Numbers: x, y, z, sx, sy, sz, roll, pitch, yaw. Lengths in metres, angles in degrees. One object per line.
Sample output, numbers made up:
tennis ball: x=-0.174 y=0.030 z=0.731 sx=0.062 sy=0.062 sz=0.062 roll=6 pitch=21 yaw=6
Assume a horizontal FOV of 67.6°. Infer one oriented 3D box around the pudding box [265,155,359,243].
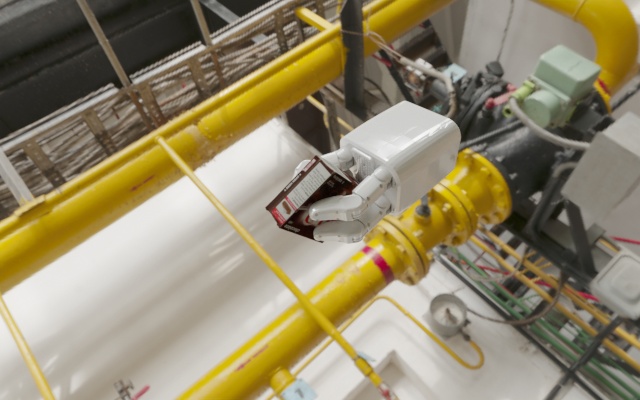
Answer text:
pudding box: x=0.000 y=0.002 z=0.574 sx=0.039 sy=0.090 sz=0.113 roll=50 pitch=11 yaw=30
